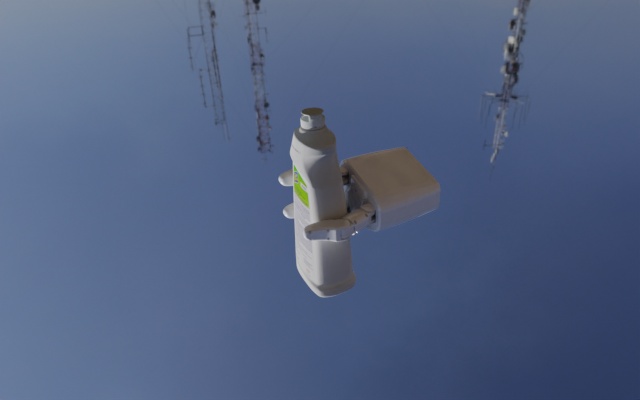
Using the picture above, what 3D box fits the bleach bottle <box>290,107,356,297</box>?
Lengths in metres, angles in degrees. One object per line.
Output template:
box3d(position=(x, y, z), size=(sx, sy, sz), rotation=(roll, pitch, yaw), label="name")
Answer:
box3d(position=(0.000, 0.002, 0.644), size=(0.068, 0.251, 0.102), rotation=(-17, 33, -22), label="bleach bottle")
